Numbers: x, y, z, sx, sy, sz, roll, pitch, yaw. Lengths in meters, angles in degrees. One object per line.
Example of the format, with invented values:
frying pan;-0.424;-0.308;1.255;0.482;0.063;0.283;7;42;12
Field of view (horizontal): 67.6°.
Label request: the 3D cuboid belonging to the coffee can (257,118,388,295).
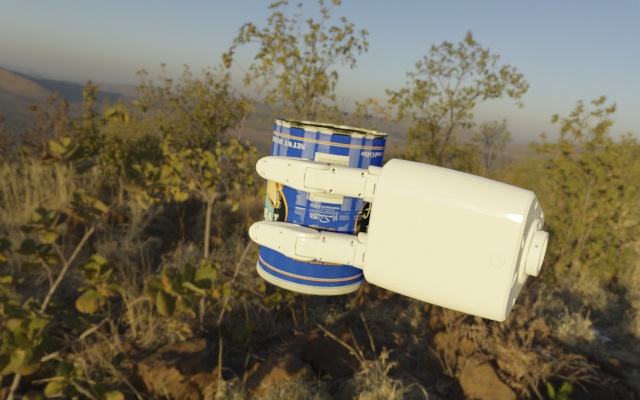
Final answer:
coffee can;0.000;0.002;0.440;0.103;0.140;0.102;8;12;-2
